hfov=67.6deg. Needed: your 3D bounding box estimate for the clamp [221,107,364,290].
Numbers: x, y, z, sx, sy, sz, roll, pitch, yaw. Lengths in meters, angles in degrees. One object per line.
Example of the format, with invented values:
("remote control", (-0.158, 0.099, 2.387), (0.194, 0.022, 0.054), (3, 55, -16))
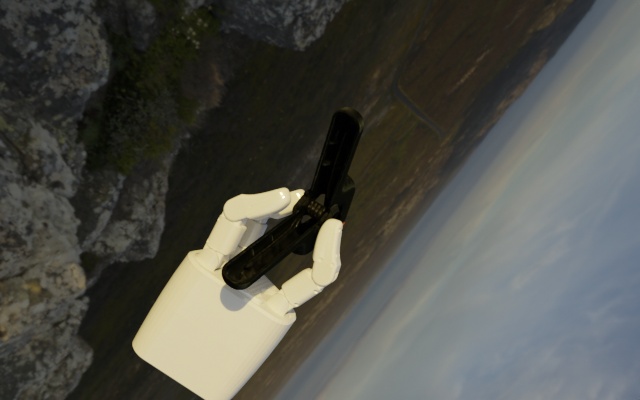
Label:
("clamp", (0.001, 0.002, 0.446), (0.036, 0.164, 0.210), (37, 7, 13))
